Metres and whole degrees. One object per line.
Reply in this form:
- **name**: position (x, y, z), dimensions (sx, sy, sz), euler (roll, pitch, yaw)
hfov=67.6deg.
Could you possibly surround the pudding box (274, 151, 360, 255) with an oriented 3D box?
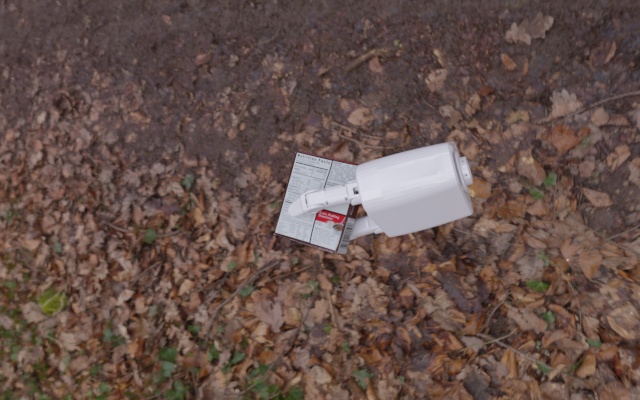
- **pudding box**: position (0.000, 0.002, 0.595), dimensions (0.090, 0.113, 0.039), euler (15, -3, 21)
